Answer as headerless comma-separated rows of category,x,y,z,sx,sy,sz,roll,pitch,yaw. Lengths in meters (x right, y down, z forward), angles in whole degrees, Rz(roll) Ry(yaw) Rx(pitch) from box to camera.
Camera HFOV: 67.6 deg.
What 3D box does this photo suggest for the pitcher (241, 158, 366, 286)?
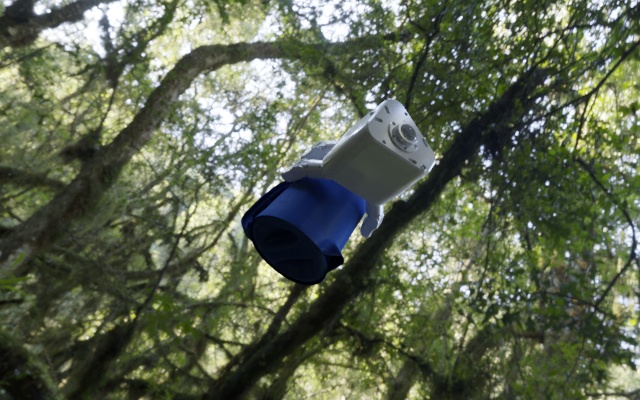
pitcher,0.000,0.002,0.757,0.242,0.149,0.145,-50,6,-38
